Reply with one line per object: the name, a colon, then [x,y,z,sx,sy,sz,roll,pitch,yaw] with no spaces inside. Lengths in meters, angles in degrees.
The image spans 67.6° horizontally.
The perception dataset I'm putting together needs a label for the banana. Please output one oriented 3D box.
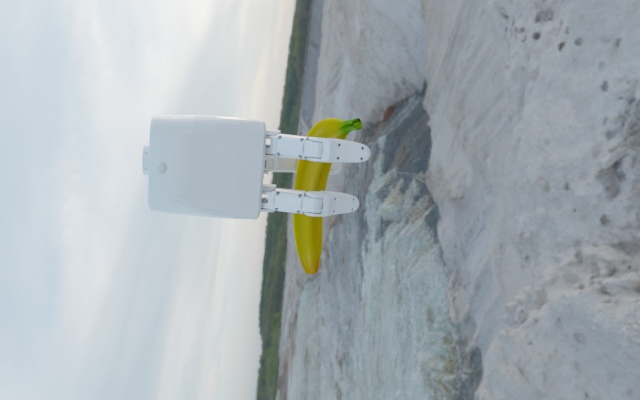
banana: [-0.005,-0.011,0.528,0.037,0.198,0.069,-1,33,-23]
